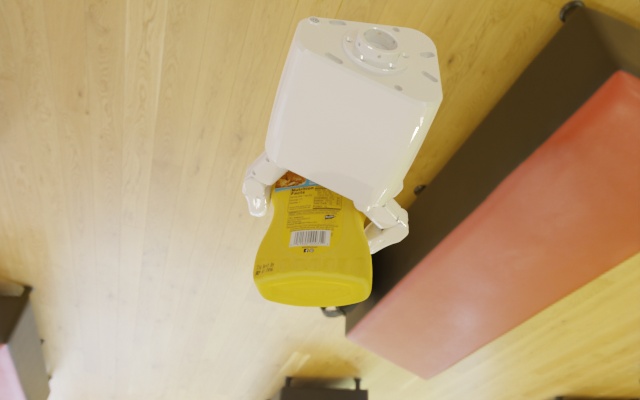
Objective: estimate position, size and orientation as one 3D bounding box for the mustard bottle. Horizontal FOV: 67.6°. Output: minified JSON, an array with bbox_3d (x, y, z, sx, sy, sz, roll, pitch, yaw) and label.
[{"bbox_3d":[0.000,0.002,0.443,0.096,0.191,0.058,-3,-41,10],"label":"mustard bottle"}]
